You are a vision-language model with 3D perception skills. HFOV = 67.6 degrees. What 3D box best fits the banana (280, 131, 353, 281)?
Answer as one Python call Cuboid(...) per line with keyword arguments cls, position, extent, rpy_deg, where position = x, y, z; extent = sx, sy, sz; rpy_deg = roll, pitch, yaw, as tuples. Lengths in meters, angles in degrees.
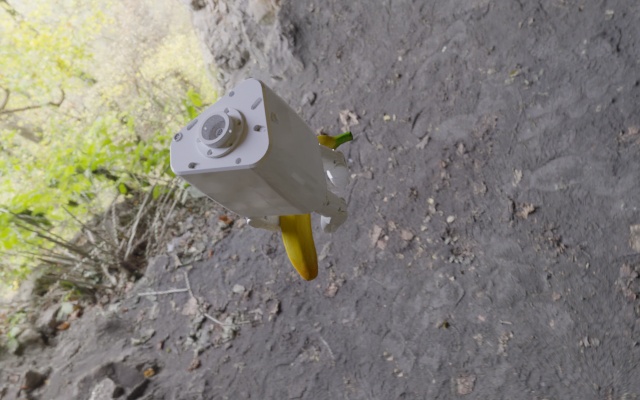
Cuboid(cls="banana", position=(-0.016, -0.003, 0.583), extent=(0.069, 0.197, 0.037), rpy_deg=(6, -19, 25))
